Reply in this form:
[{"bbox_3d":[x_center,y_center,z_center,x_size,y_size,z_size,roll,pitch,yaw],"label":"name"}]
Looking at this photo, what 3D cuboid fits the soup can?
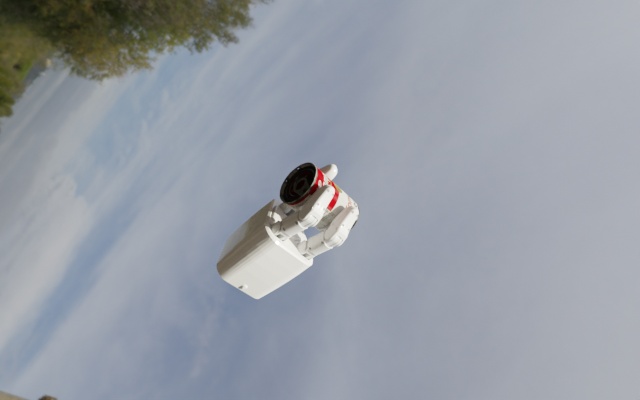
[{"bbox_3d":[0.001,0.002,0.687,0.068,0.068,0.102,0,-33,49],"label":"soup can"}]
